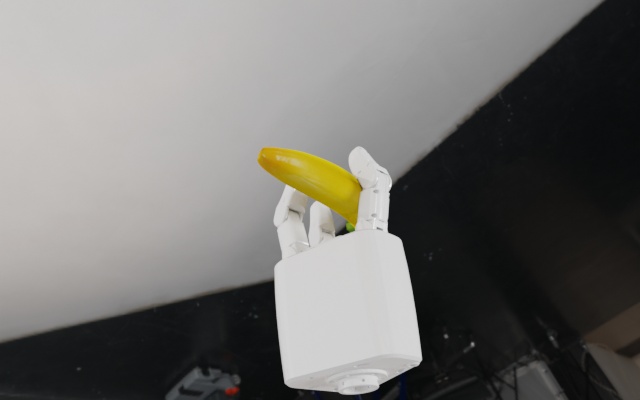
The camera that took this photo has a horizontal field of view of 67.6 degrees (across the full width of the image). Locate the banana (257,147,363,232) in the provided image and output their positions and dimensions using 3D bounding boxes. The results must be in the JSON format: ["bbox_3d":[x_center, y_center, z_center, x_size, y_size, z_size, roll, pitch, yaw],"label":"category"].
[{"bbox_3d":[0.018,0.001,0.459,0.069,0.037,0.198,-7,-26,26],"label":"banana"}]
